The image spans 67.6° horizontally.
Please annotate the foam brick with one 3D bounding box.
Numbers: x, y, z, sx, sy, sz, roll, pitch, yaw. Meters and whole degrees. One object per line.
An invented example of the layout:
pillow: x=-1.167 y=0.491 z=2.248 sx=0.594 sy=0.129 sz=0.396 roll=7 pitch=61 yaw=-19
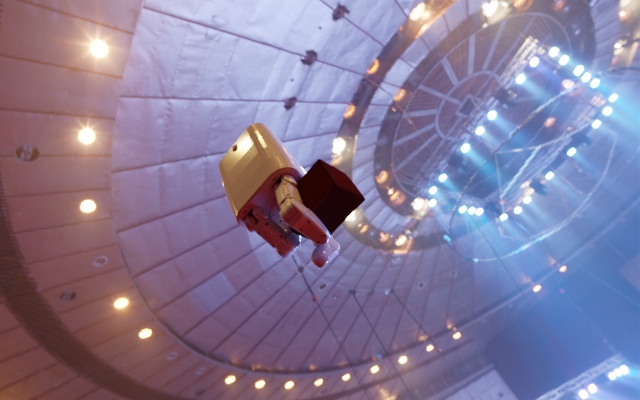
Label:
foam brick: x=0.000 y=0.002 z=0.550 sx=0.053 sy=0.078 sz=0.051 roll=26 pitch=25 yaw=-43
